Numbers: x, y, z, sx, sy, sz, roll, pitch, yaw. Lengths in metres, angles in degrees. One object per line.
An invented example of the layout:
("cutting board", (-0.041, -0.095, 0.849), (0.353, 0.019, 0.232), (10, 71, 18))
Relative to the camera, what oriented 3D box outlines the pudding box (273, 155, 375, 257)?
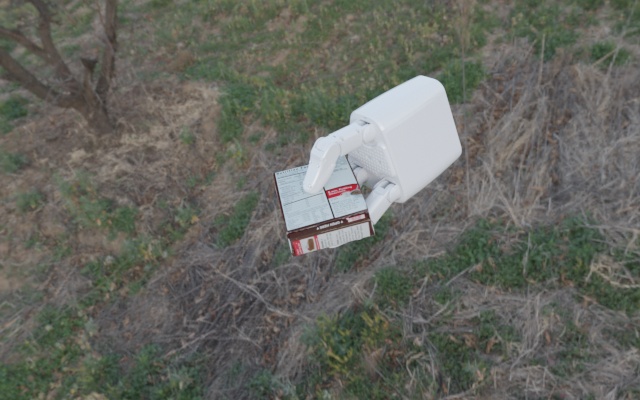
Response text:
("pudding box", (0.000, 0.002, 0.522), (0.090, 0.039, 0.113), (-16, 37, -2))
